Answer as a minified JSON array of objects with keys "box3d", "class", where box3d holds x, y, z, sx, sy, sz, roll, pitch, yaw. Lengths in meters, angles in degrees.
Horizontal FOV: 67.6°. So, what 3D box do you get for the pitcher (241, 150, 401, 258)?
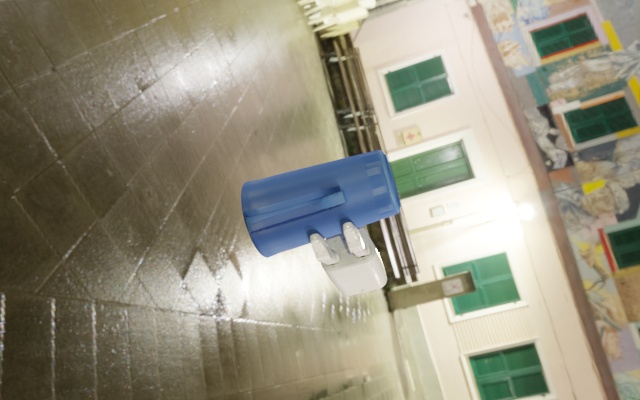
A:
[{"box3d":[0.000,0.003,0.774,0.243,0.149,0.145,-16,-45,11],"class":"pitcher"}]
